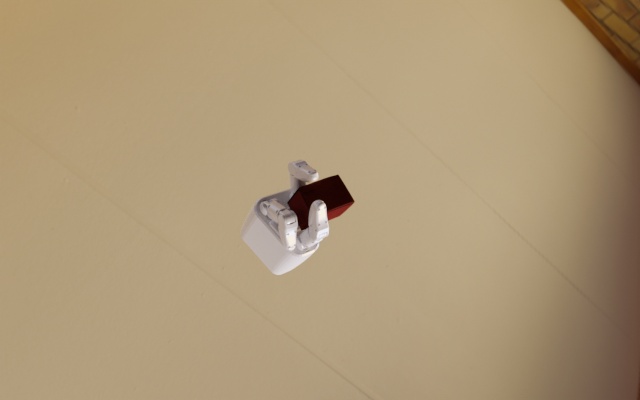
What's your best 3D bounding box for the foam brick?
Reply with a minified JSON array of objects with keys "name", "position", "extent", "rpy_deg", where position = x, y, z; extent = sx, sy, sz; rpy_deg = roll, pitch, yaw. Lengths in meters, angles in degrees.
[{"name":"foam brick","position":[0.000,0.002,0.725],"extent":[0.078,0.053,0.051],"rpy_deg":[-19,-17,-32]}]
